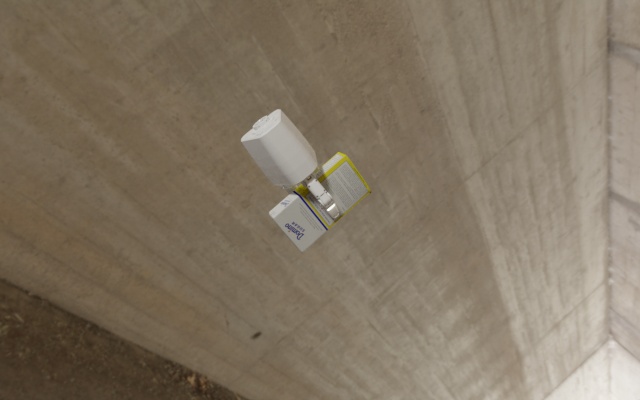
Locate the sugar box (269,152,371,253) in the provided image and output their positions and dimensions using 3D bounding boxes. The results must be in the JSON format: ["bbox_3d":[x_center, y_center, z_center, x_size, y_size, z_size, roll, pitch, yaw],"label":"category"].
[{"bbox_3d":[0.000,0.003,0.881,0.176,0.093,0.048,-39,24,-4],"label":"sugar box"}]
